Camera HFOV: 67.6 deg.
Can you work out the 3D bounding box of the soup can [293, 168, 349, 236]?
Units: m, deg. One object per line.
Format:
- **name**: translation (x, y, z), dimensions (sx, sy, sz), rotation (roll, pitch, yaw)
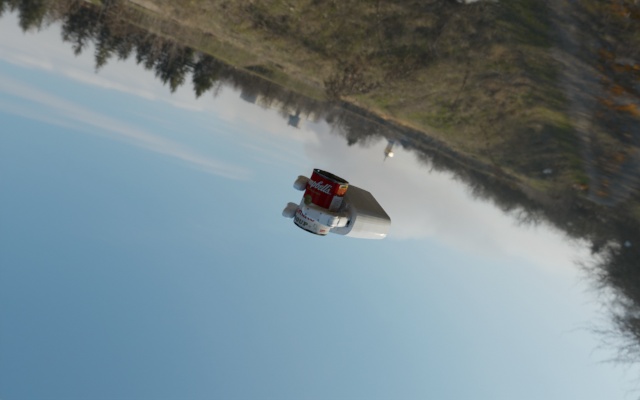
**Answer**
- **soup can**: translation (0.000, 0.003, 0.844), dimensions (0.068, 0.102, 0.068), rotation (22, 12, -5)
